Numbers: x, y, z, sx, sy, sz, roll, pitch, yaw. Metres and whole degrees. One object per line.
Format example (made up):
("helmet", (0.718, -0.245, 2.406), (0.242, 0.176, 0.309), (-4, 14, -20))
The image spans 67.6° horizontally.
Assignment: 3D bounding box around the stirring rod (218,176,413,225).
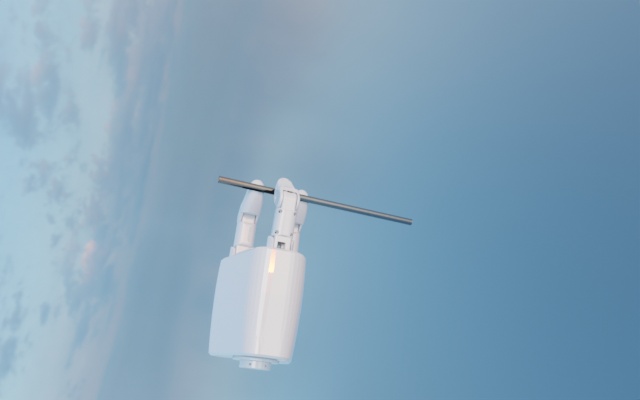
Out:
("stirring rod", (0.000, 0.002, 0.562), (0.239, 0.011, 0.011), (13, -4, -16))
